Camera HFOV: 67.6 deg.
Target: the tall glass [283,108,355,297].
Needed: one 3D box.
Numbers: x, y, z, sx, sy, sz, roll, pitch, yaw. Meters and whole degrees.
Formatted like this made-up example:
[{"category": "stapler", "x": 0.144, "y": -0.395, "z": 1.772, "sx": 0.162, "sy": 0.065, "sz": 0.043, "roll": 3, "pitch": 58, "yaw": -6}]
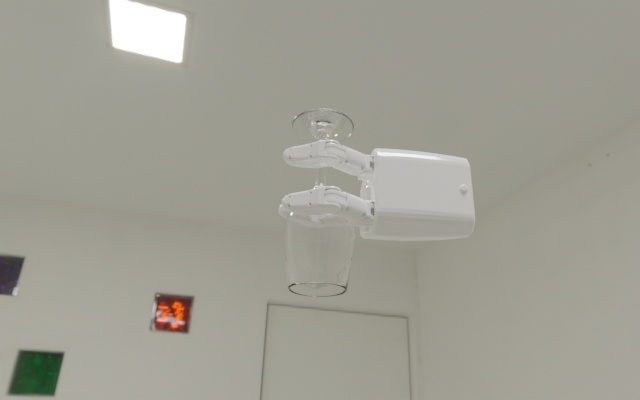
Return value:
[{"category": "tall glass", "x": 0.000, "y": 0.001, "z": 0.533, "sx": 0.079, "sy": 0.201, "sz": 0.079, "roll": 2, "pitch": -24, "yaw": 1}]
